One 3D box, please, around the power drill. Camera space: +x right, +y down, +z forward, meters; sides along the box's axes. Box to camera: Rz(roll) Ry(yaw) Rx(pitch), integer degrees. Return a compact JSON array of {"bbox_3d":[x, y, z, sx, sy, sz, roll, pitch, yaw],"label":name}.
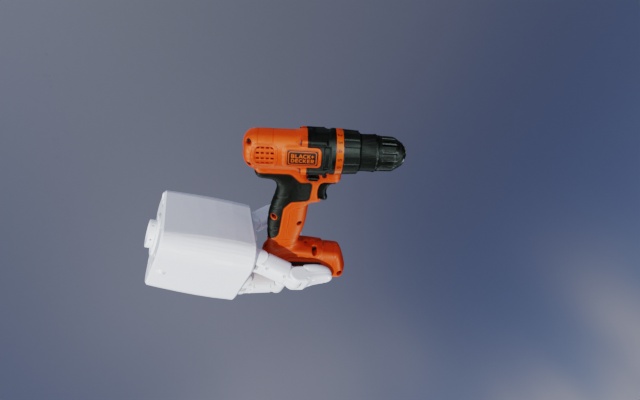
[{"bbox_3d":[0.000,0.002,0.574,0.184,0.188,0.057,3,28,-3],"label":"power drill"}]
